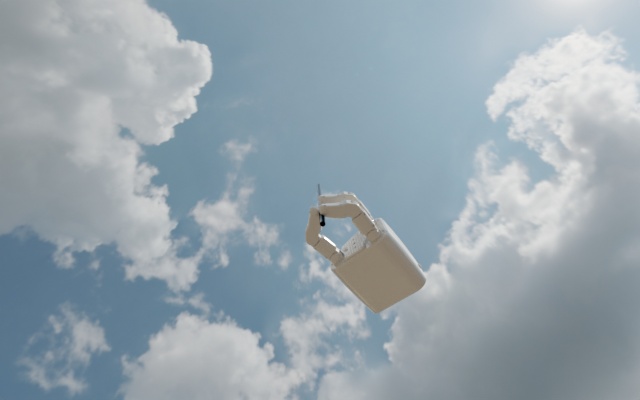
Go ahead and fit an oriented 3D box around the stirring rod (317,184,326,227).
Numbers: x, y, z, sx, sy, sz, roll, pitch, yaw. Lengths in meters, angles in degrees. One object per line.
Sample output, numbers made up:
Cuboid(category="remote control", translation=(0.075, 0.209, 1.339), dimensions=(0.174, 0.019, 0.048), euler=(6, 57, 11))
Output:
Cuboid(category="stirring rod", translation=(0.000, 0.003, 0.780), dimensions=(0.011, 0.011, 0.239), euler=(0, 15, -1))
